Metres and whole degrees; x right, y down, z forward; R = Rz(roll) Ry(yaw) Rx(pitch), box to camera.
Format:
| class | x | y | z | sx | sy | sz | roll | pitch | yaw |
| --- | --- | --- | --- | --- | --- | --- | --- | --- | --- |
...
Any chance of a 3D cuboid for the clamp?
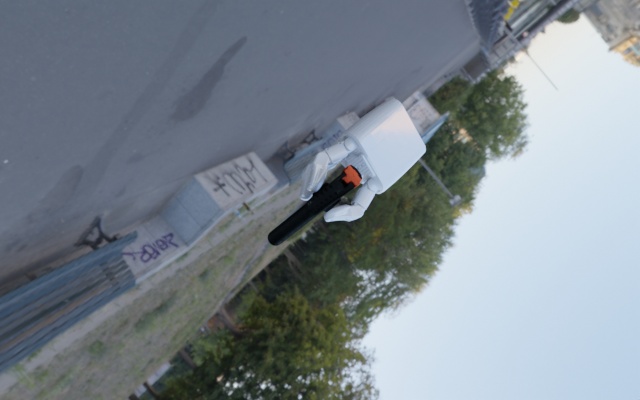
| class | x | y | z | sx | sy | sz | roll | pitch | yaw |
| --- | --- | --- | --- | --- | --- | --- | --- | --- | --- |
| clamp | 0.001 | 0.003 | 0.711 | 0.164 | 0.036 | 0.210 | -40 | 0 | -20 |
